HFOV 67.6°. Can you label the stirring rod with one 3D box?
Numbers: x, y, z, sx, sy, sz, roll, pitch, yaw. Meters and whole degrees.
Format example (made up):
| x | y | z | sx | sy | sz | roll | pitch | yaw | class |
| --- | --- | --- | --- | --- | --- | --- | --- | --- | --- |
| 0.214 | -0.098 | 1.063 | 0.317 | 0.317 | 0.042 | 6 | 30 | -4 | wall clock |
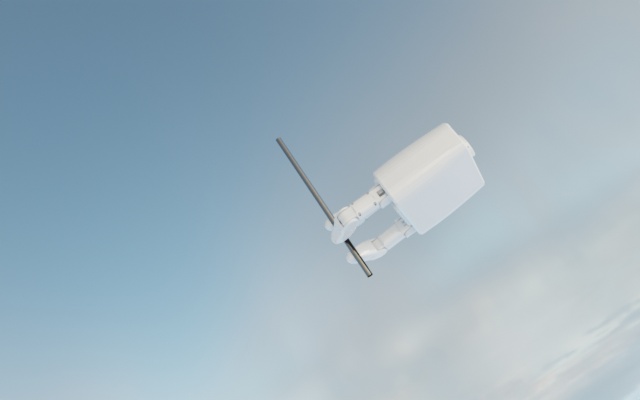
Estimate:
| x | y | z | sx | sy | sz | roll | pitch | yaw | class |
| --- | --- | --- | --- | --- | --- | --- | --- | --- | --- |
| 0.000 | 0.002 | 0.636 | 0.011 | 0.239 | 0.011 | -27 | -26 | -14 | stirring rod |
